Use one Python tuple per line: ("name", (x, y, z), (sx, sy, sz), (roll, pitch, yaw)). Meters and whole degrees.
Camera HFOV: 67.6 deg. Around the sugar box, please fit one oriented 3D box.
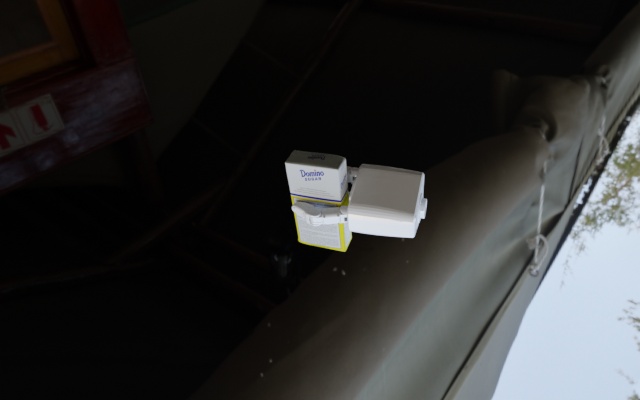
("sugar box", (0.000, 0.002, 0.806), (0.093, 0.176, 0.048), (9, 39, 19))
